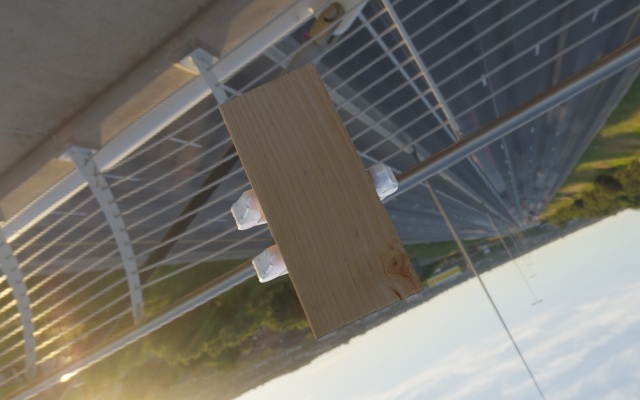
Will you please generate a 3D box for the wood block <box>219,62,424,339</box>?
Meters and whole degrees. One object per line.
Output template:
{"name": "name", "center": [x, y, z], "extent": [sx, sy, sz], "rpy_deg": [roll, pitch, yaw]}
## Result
{"name": "wood block", "center": [0.000, 0.001, 0.416], "extent": [0.091, 0.206, 0.090], "rpy_deg": [-25, -13, 1]}
